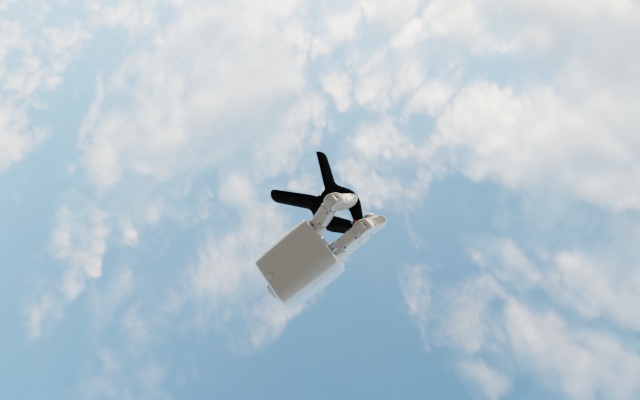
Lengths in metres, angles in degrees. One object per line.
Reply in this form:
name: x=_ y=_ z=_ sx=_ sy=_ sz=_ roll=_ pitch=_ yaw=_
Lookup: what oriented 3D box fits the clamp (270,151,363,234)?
clamp: x=0.000 y=0.003 z=0.785 sx=0.120 sy=0.171 sz=0.039 roll=-37 pitch=-31 yaw=-5
